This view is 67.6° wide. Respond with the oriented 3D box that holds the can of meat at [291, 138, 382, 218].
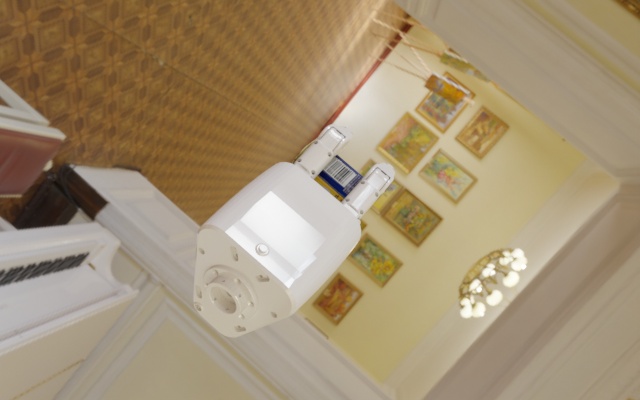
[{"bbox_3d":[0.000,0.002,0.482,0.102,0.084,0.057,-53,-6,39],"label":"can of meat"}]
